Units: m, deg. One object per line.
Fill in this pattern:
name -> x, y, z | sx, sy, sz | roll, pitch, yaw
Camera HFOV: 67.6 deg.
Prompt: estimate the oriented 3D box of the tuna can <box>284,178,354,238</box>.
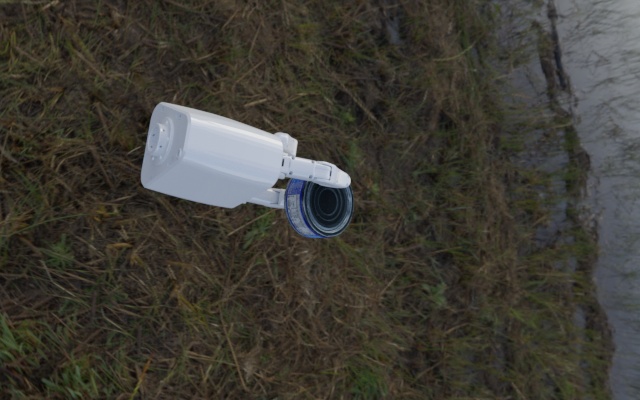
tuna can -> 0.001, 0.002, 0.566 | 0.086, 0.086, 0.034 | 0, -2, -43
